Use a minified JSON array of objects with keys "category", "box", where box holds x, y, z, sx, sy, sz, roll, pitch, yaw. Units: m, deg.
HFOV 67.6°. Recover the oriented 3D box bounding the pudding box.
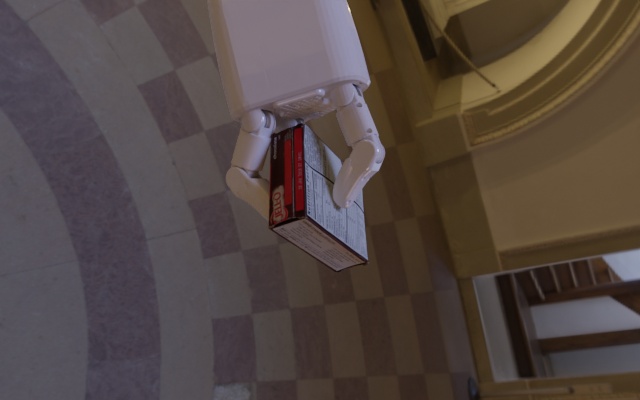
[{"category":"pudding box","box":[0.000,0.001,0.412,0.039,0.090,0.113,-18,-34,27]}]
